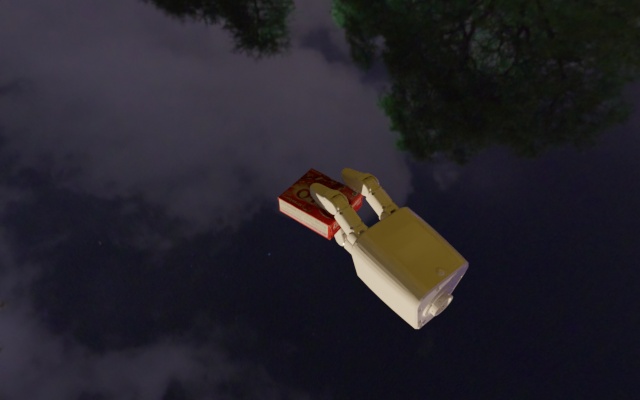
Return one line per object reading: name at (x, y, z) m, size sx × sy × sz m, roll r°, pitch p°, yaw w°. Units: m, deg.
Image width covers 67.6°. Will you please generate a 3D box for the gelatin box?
gelatin box at (0.000, 0.002, 0.639) m, size 0.089 × 0.030 × 0.073 m, roll 28°, pitch 53°, yaw 26°
